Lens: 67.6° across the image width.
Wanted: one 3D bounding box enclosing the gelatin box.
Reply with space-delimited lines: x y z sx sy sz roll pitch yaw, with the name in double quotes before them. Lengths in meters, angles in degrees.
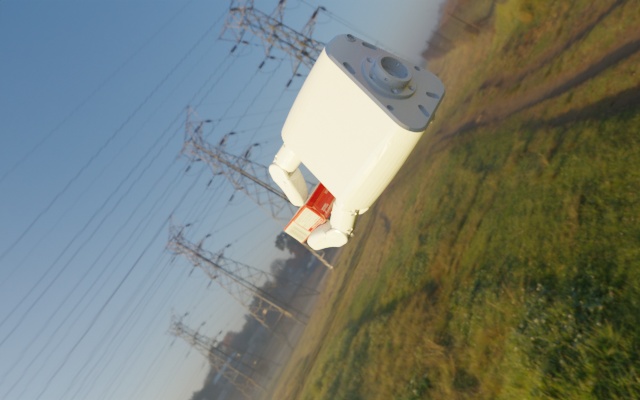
"gelatin box" 0.000 0.002 0.539 0.030 0.073 0.089 36 -29 -3
